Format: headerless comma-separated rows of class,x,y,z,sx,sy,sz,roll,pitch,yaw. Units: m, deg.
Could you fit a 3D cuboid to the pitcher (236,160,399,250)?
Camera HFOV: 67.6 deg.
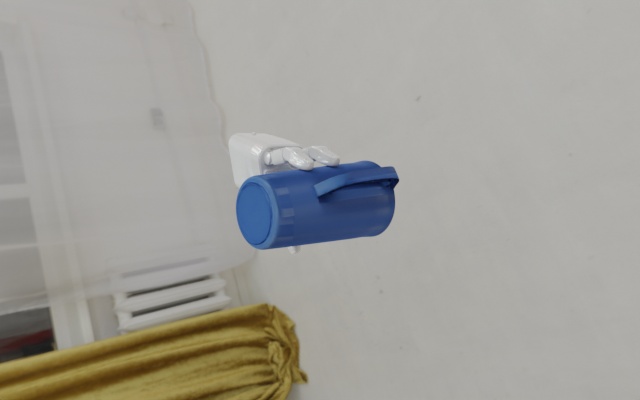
pitcher,0.000,0.002,0.750,0.243,0.149,0.145,-7,26,-41
